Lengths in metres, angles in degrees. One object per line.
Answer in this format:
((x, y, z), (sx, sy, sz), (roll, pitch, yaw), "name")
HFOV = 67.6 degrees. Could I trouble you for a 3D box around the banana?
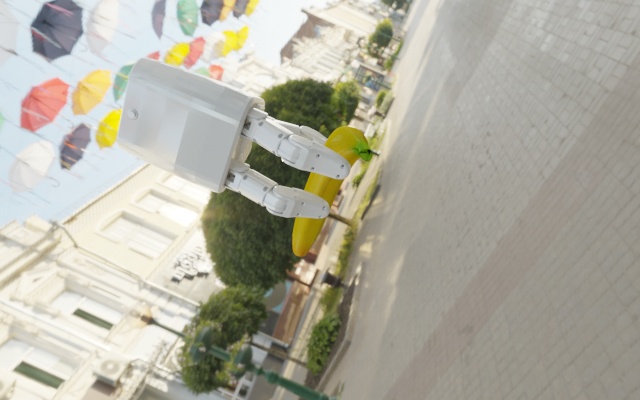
((0.005, -0.014, 0.493), (0.037, 0.069, 0.198), (20, -38, -7), "banana")
